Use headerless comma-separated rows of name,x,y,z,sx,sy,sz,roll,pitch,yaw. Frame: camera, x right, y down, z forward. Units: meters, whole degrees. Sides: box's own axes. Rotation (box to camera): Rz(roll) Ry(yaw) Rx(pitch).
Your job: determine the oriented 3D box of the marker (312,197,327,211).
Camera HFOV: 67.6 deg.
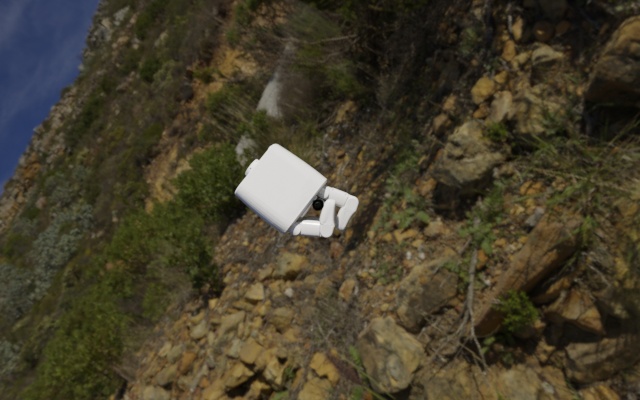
marker,0.000,0.003,0.798,0.020,0.020,0.121,0,5,5
